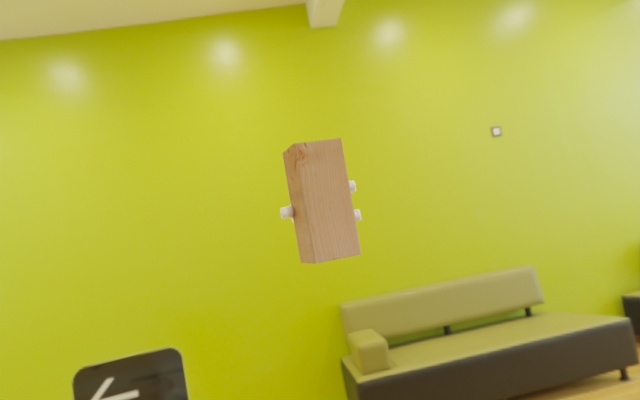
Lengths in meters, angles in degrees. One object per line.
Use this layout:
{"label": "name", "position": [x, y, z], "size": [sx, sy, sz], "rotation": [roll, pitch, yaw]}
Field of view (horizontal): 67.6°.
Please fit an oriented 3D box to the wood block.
{"label": "wood block", "position": [0.000, 0.003, 0.854], "size": [0.091, 0.206, 0.090], "rotation": [-9, -3, -19]}
